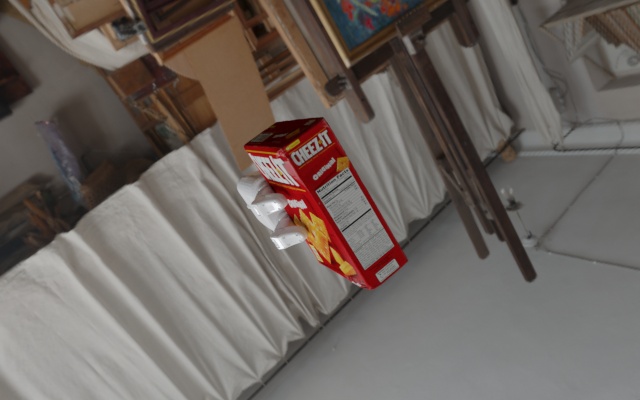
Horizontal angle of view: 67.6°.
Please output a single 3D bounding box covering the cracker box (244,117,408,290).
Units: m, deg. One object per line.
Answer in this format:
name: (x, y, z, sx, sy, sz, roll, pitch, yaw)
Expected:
cracker box: (0.000, 0.002, 0.624, 0.072, 0.214, 0.164, -38, 20, -15)
